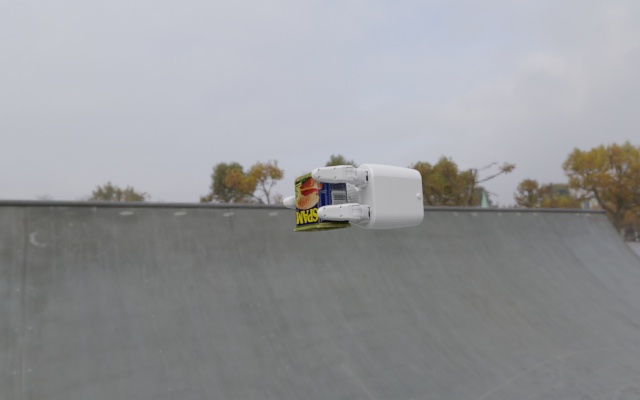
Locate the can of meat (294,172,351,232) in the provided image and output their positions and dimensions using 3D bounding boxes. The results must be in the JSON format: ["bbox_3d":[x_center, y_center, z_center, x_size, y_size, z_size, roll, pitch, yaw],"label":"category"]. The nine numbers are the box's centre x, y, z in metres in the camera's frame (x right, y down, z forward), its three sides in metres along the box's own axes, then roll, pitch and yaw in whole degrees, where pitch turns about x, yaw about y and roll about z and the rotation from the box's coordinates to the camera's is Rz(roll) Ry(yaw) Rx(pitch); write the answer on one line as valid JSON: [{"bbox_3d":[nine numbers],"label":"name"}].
[{"bbox_3d":[0.000,0.002,0.727,0.057,0.084,0.102,1,-7,-30],"label":"can of meat"}]
